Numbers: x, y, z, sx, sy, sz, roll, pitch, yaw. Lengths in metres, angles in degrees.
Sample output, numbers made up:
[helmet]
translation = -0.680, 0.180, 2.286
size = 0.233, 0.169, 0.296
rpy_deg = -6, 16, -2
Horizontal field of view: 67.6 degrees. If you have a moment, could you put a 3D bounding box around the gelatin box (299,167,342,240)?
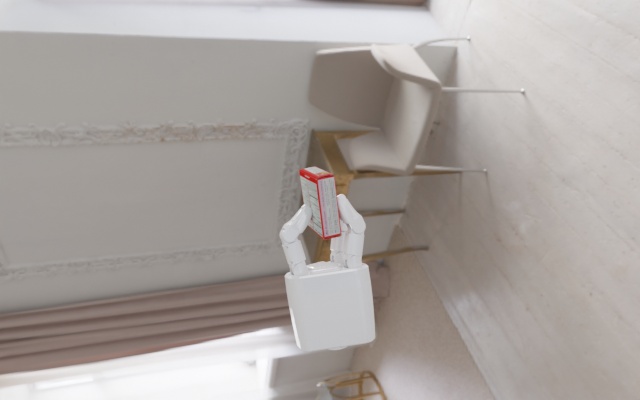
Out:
[gelatin box]
translation = 0.000, 0.002, 0.668
size = 0.030, 0.089, 0.073
rpy_deg = -13, 17, -17
